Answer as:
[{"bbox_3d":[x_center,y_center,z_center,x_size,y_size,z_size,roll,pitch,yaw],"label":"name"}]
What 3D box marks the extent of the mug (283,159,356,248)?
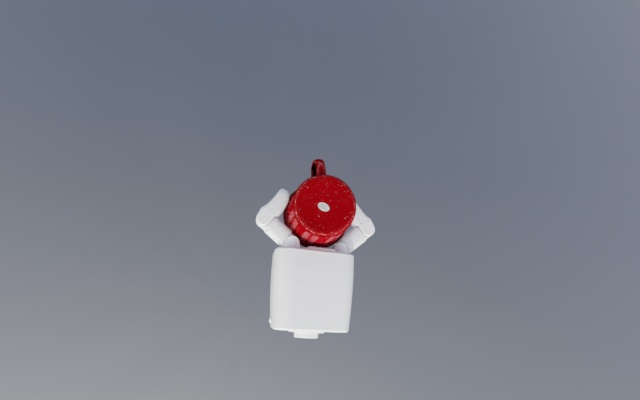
[{"bbox_3d":[0.000,0.001,0.634,0.093,0.117,0.081,1,-12,-9],"label":"mug"}]
